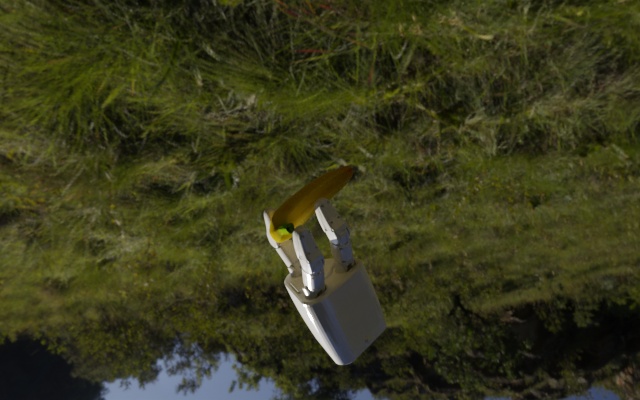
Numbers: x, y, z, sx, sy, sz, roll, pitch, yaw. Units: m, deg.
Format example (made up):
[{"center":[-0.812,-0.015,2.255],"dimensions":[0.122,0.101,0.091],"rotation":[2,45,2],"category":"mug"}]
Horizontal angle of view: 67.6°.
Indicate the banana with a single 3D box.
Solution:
[{"center":[-0.017,0.007,0.632],"dimensions":[0.069,0.037,0.197],"rotation":[-14,19,31],"category":"banana"}]
